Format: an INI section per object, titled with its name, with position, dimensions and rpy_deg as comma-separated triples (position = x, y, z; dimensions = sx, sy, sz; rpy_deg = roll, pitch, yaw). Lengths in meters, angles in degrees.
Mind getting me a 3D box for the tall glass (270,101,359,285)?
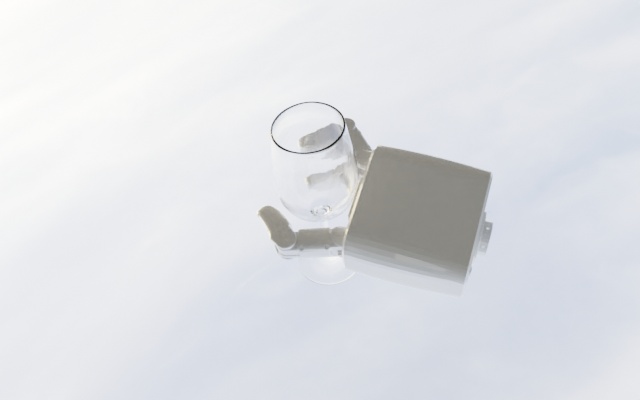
[tall glass]
position = 0.000, 0.002, 0.462
dimensions = 0.079, 0.079, 0.201
rpy_deg = 0, -38, 8
